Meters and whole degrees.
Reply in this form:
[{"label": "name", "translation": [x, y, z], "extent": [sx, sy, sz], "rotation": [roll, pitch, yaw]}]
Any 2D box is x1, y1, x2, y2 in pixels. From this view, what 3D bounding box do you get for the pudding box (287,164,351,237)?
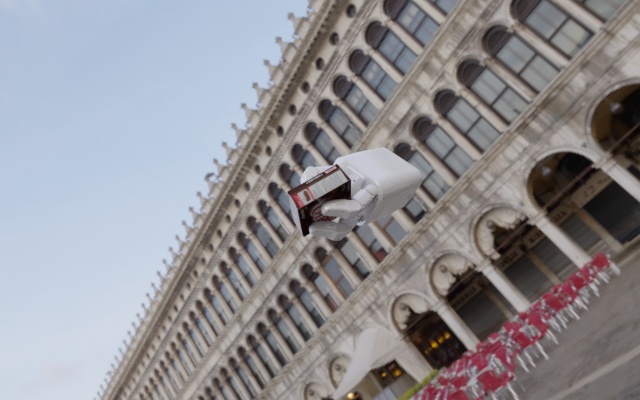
[{"label": "pudding box", "translation": [0.000, 0.002, 0.725], "extent": [0.090, 0.039, 0.113], "rotation": [-31, -25, -11]}]
